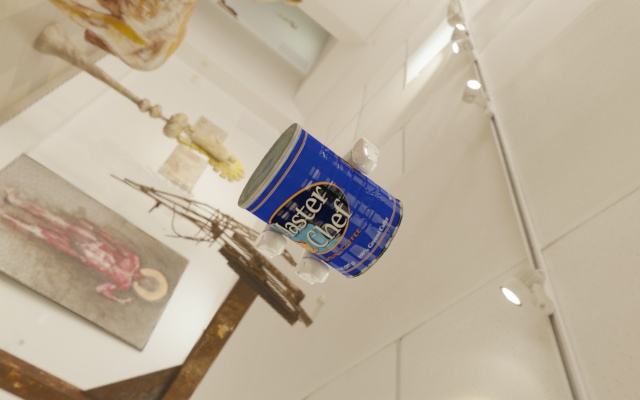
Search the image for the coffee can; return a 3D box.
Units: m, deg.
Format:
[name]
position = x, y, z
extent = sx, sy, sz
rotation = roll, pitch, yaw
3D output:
[coffee can]
position = 0.000, 0.002, 0.500
extent = 0.140, 0.103, 0.103
rotation = 35, -10, -15
